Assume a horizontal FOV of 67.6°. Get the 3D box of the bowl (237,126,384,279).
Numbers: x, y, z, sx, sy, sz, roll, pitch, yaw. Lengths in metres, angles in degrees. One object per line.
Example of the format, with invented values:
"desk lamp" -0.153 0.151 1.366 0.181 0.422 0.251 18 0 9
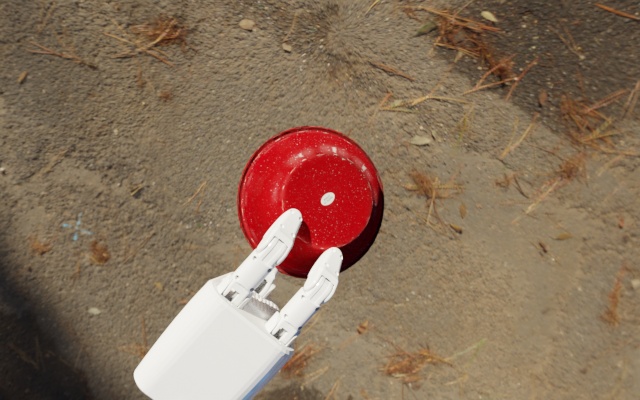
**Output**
"bowl" 0.001 0.000 0.480 0.162 0.162 0.055 0 -1 -17
